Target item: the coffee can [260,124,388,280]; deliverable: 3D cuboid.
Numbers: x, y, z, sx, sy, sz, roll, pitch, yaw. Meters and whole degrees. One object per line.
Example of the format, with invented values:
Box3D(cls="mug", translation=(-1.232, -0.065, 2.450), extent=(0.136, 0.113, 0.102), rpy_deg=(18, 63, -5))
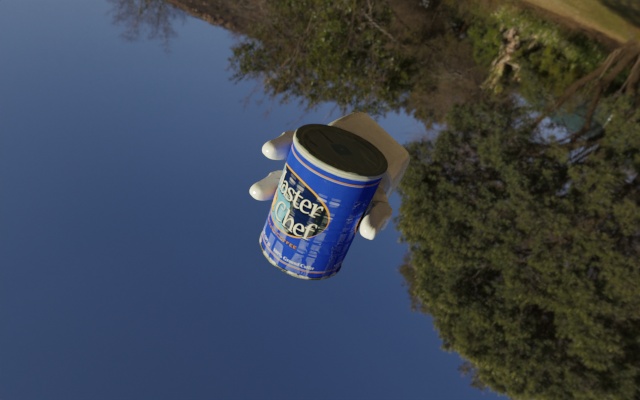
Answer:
Box3D(cls="coffee can", translation=(0.000, 0.002, 0.527), extent=(0.103, 0.140, 0.102), rpy_deg=(16, 31, -10))
